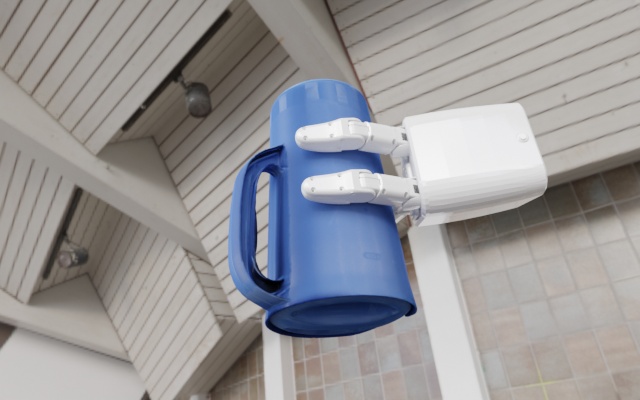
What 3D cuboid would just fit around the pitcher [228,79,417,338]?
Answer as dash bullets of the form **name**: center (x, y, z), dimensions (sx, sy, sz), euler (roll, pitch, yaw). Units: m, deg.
- **pitcher**: center (0.000, 0.002, 0.463), dimensions (0.145, 0.242, 0.149), euler (-9, -29, 5)
